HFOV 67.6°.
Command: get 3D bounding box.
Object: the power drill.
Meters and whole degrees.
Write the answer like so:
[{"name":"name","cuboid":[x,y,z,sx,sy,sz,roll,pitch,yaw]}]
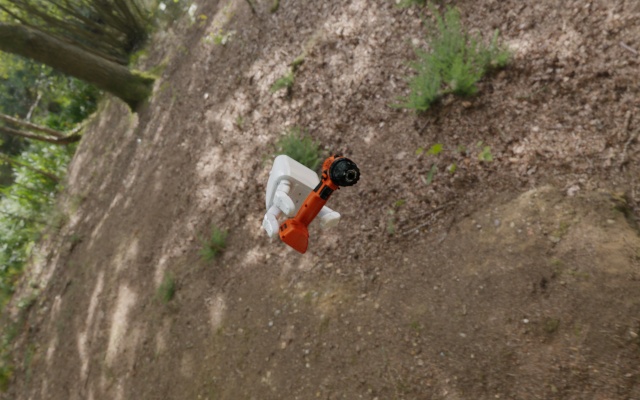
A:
[{"name":"power drill","cuboid":[0.000,0.003,0.867,0.057,0.187,0.184,36,3,-9]}]
